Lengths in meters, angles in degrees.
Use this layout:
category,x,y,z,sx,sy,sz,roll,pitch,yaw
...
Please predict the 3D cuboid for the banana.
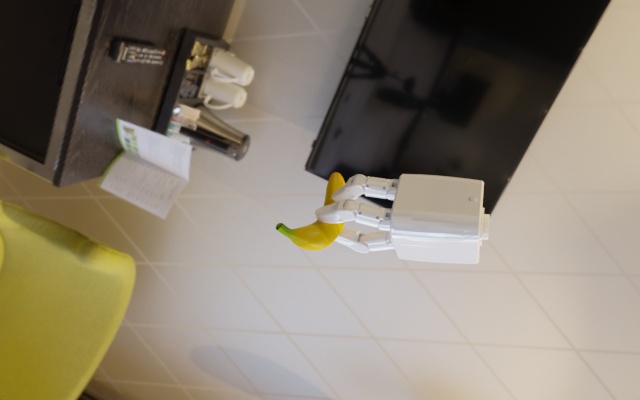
category,x,y,z,sx,sy,sz,roll,pitch,yaw
banana,0.007,0.020,0.669,0.037,0.069,0.197,-21,13,29
